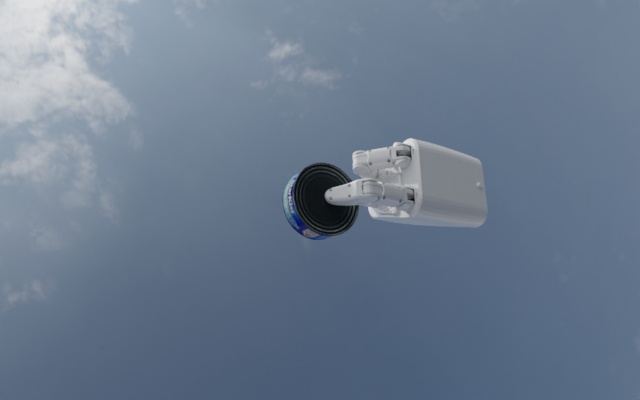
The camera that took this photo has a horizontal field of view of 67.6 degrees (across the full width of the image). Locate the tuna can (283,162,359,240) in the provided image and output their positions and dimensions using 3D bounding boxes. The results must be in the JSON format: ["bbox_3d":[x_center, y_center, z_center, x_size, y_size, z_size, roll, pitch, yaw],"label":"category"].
[{"bbox_3d":[0.000,0.002,0.552,0.086,0.086,0.034,0,-15,-30],"label":"tuna can"}]
